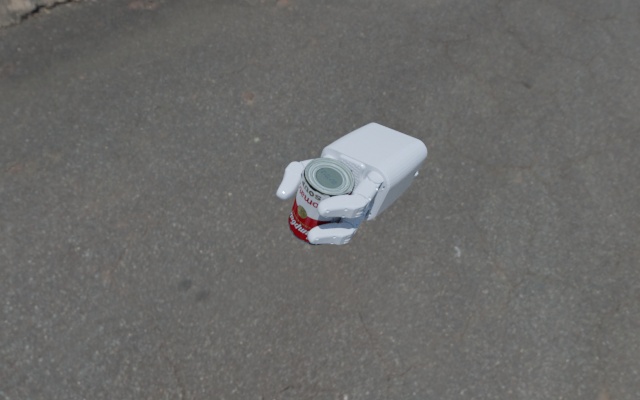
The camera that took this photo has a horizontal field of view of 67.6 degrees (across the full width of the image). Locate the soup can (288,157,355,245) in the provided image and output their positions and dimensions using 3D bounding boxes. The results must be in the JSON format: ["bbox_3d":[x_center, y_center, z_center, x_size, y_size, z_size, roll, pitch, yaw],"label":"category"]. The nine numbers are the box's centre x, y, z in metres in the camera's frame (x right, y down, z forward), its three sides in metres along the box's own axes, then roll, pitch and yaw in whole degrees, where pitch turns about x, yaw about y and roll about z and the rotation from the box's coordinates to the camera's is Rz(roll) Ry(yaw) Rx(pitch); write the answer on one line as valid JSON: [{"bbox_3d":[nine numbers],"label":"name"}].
[{"bbox_3d":[0.000,0.002,0.628,0.068,0.068,0.102,0,-40,-18],"label":"soup can"}]
